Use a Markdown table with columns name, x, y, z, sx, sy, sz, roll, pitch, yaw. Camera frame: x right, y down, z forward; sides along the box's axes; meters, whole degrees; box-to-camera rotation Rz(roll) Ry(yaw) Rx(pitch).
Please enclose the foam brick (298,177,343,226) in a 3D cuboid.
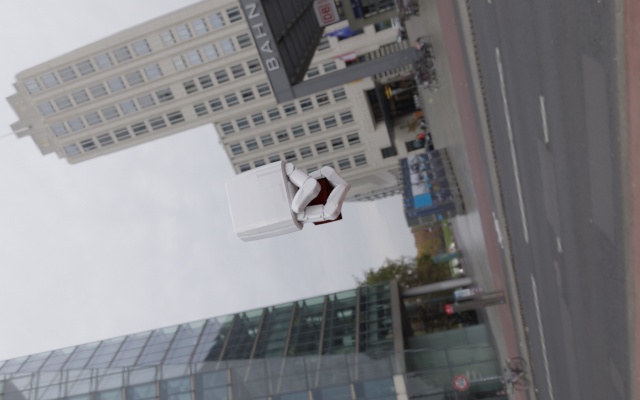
| name | x | y | z | sx | sy | sz | roll | pitch | yaw |
| --- | --- | --- | --- | --- | --- | --- | --- | --- | --- |
| foam brick | 0.000 | 0.003 | 0.820 | 0.051 | 0.053 | 0.078 | -15 | -26 | 12 |
